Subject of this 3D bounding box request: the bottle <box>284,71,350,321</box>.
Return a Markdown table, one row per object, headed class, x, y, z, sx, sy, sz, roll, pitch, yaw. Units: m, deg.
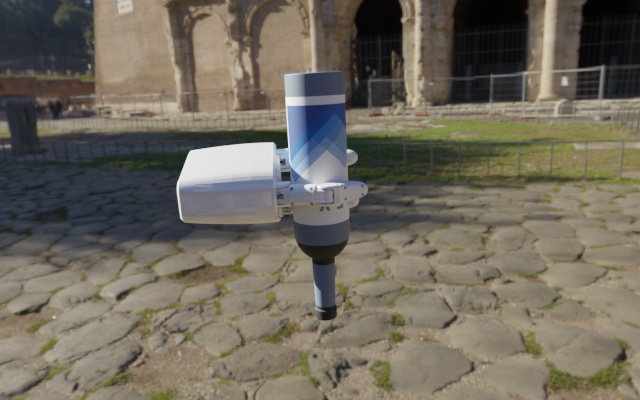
| class | x | y | z | sx | sy | sz | roll | pitch | yaw |
| --- | --- | --- | --- | --- | --- | --- | --- | --- | --- |
| bottle | 0.000 | 0.002 | 0.563 | 0.069 | 0.296 | 0.069 | -3 | 14 | 1 |
